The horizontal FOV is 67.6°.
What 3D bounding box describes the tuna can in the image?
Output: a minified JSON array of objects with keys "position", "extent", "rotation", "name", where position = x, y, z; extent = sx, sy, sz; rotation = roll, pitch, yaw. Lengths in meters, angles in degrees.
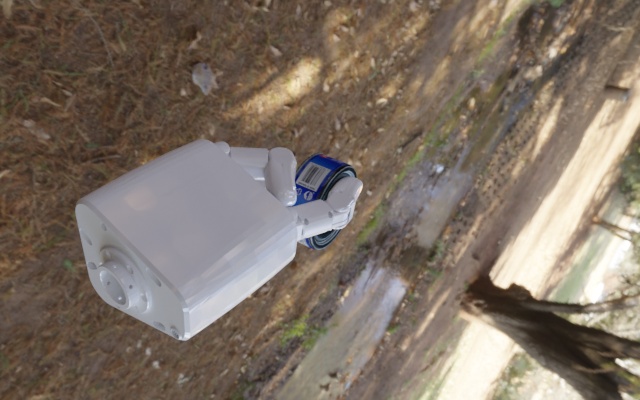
[{"position":[0.001,0.002,0.442],"extent":[0.033,0.086,0.086],"rotation":[23,10,23],"name":"tuna can"}]
